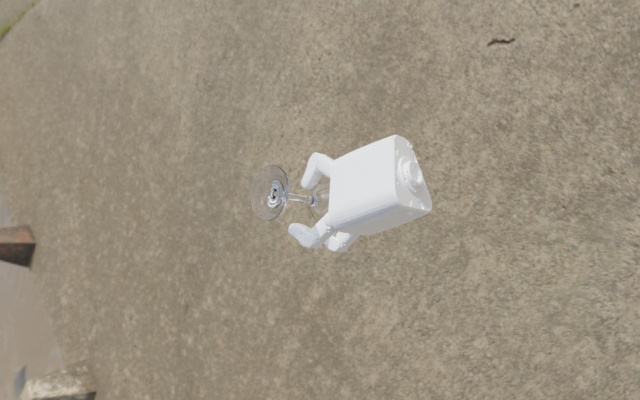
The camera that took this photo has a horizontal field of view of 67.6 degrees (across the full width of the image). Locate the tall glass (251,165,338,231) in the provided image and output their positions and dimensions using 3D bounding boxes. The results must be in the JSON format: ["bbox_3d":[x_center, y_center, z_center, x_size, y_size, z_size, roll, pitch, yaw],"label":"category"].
[{"bbox_3d":[0.000,0.002,0.696,0.079,0.079,0.201,0,-7,43],"label":"tall glass"}]
